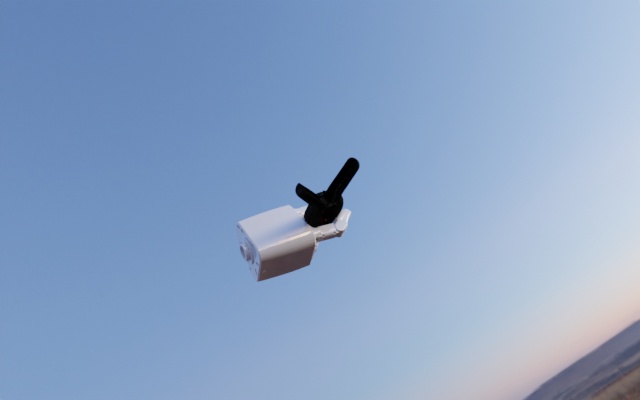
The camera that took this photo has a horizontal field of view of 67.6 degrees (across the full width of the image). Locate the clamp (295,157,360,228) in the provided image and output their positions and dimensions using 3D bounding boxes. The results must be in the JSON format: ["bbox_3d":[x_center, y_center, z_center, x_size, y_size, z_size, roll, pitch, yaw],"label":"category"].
[{"bbox_3d":[0.000,0.002,0.826,0.120,0.039,0.172,-17,-35,-26],"label":"clamp"}]
